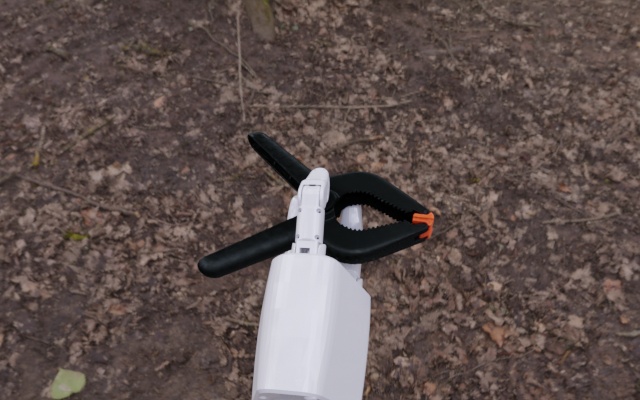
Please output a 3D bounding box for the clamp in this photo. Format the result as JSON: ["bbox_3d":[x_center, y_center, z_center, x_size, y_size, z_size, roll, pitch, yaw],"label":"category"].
[{"bbox_3d":[0.000,0.001,0.457,0.210,0.164,0.036,2,-31,9],"label":"clamp"}]
